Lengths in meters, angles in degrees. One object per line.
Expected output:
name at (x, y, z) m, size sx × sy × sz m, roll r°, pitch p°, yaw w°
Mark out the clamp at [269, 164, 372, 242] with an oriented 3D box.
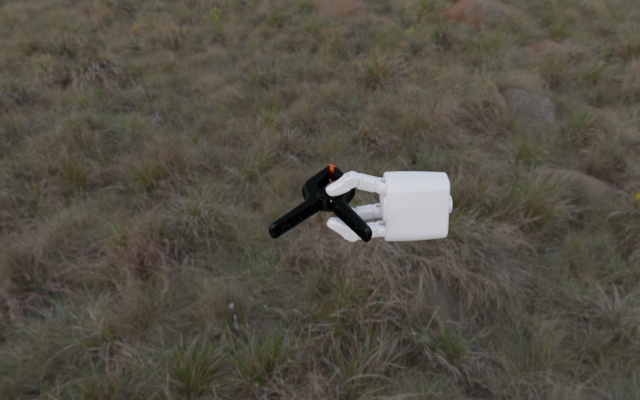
clamp at (0.000, 0.002, 0.825) m, size 0.164 × 0.036 × 0.209 m, roll -1°, pitch 34°, yaw 2°
